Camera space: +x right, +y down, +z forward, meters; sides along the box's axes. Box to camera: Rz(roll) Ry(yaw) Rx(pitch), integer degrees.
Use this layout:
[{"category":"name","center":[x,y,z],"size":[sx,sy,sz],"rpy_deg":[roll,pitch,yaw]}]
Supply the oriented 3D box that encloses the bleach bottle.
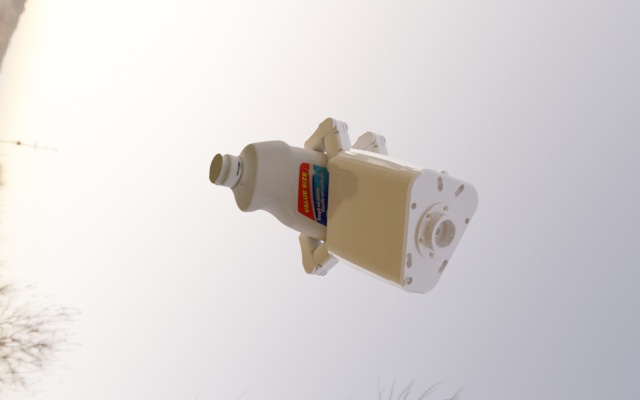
[{"category":"bleach bottle","center":[0.000,0.002,0.511],"size":[0.251,0.102,0.068],"rpy_deg":[13,4,-36]}]
